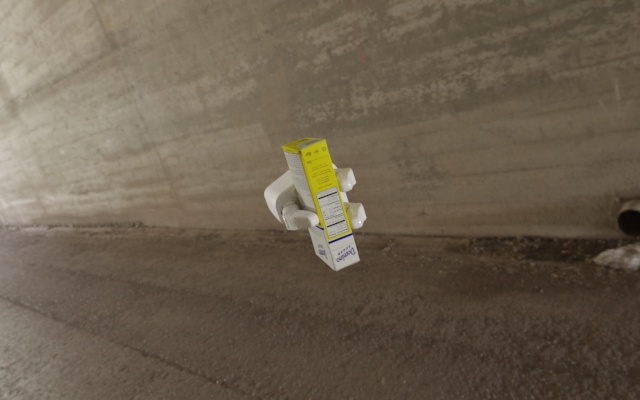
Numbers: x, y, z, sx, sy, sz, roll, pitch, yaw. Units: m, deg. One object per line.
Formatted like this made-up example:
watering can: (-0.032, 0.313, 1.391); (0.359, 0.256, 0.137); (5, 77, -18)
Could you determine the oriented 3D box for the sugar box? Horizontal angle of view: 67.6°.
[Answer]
sugar box: (0.001, 0.002, 0.673); (0.048, 0.176, 0.093); (-23, 16, -13)
